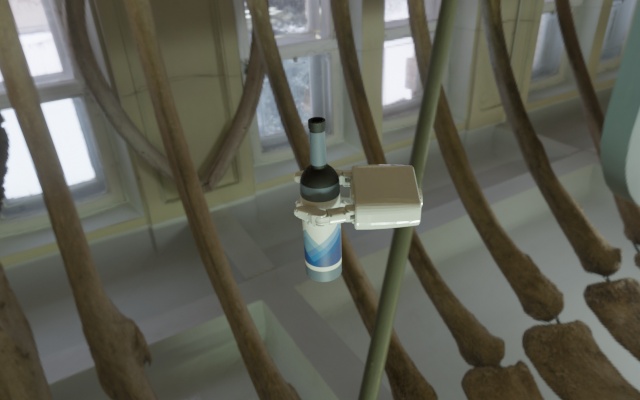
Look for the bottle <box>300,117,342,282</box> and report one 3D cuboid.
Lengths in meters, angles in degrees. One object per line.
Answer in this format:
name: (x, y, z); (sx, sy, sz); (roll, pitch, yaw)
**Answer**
bottle: (0.000, 0.003, 0.810); (0.069, 0.296, 0.069); (-2, 30, 1)
